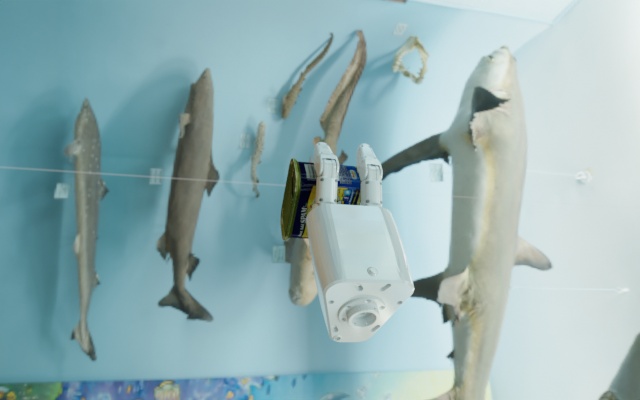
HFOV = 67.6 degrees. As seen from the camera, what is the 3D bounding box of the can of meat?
[{"bbox_3d":[0.000,0.002,0.588,0.084,0.102,0.057,4,37,-13],"label":"can of meat"}]
